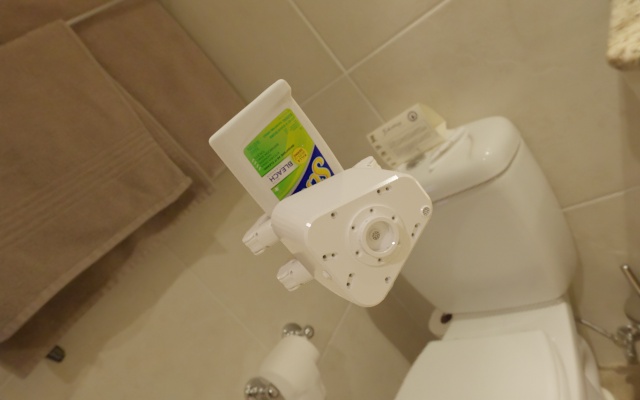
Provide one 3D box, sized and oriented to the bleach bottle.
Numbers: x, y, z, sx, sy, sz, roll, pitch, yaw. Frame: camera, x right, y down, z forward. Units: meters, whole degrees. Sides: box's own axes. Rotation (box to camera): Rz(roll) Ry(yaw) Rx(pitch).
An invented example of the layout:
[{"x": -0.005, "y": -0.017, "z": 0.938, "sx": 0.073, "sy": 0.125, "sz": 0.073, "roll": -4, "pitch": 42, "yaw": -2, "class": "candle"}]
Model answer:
[{"x": 0.000, "y": 0.002, "z": 0.513, "sx": 0.102, "sy": 0.251, "sz": 0.068, "roll": -43, "pitch": 15, "yaw": -10, "class": "bleach bottle"}]
